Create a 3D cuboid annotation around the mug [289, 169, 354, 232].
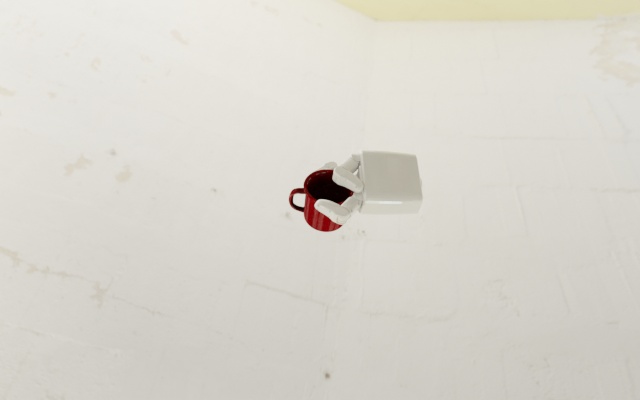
[{"bbox_3d":[-0.001,0.003,0.873,0.117,0.093,0.082,3,-44,-6],"label":"mug"}]
